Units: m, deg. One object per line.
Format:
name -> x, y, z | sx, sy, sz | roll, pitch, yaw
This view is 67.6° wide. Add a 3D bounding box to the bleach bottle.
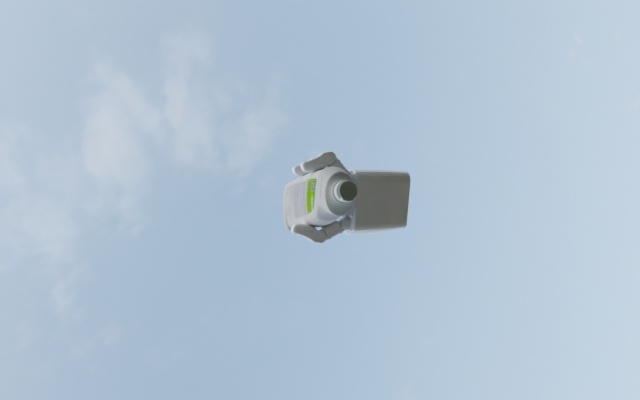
bleach bottle -> 0.000, 0.002, 0.789 | 0.068, 0.102, 0.251 | -2, -3, -19
